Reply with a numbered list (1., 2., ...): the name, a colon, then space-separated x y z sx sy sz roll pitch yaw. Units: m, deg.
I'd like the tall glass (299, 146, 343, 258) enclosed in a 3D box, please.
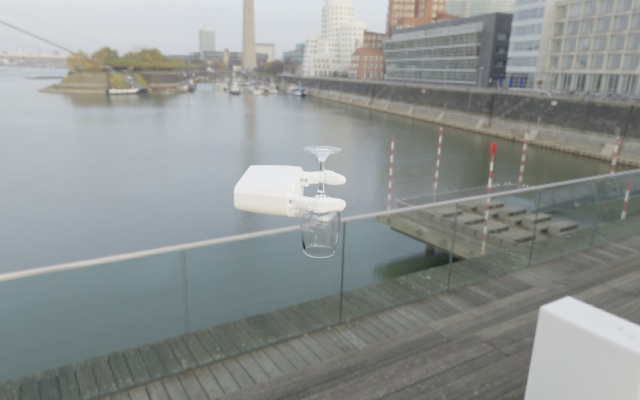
1. tall glass: 0.000 0.002 0.894 0.079 0.201 0.079 1 15 0
